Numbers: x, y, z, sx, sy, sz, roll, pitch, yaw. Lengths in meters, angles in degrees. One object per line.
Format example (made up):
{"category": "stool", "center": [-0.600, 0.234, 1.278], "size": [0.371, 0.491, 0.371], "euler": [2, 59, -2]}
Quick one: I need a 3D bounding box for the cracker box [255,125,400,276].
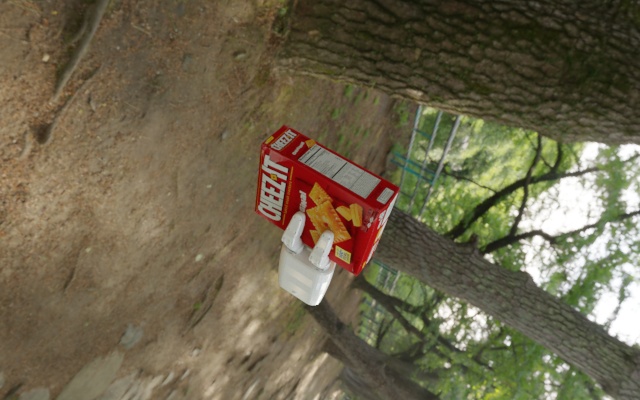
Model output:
{"category": "cracker box", "center": [0.000, 0.002, 0.765], "size": [0.213, 0.164, 0.072], "euler": [30, 48, 15]}
